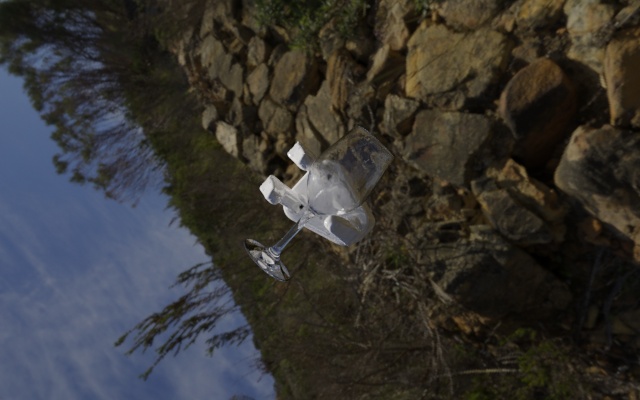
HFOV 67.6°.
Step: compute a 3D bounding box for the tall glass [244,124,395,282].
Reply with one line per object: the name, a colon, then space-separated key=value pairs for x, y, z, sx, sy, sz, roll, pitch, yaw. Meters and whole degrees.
tall glass: x=0.000 y=0.002 z=0.582 sx=0.079 sy=0.201 sz=0.079 roll=42 pitch=7 yaw=-7
